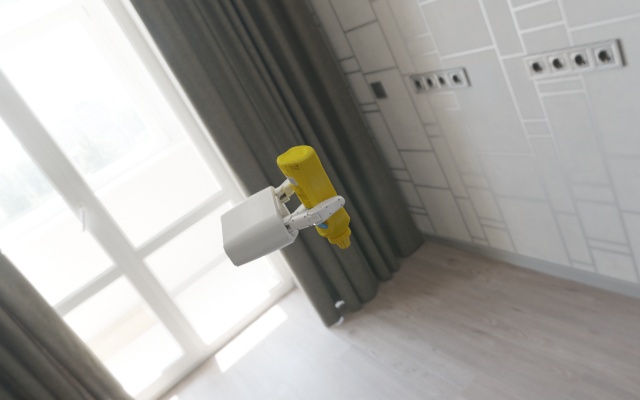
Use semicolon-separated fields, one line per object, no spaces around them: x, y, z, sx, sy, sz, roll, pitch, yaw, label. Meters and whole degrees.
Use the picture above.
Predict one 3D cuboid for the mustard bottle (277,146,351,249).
0.000;0.002;0.801;0.058;0.192;0.096;-36;22;-18;mustard bottle
